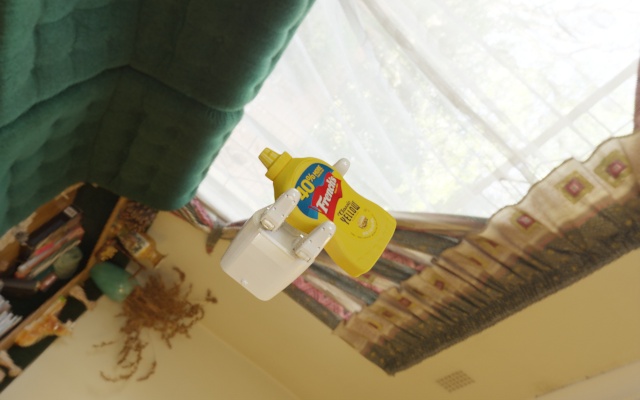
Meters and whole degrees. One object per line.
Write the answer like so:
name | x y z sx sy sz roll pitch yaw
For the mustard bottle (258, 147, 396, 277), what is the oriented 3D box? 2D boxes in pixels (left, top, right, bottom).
mustard bottle | 0.000 0.002 0.598 0.191 0.096 0.058 40 -32 -5
